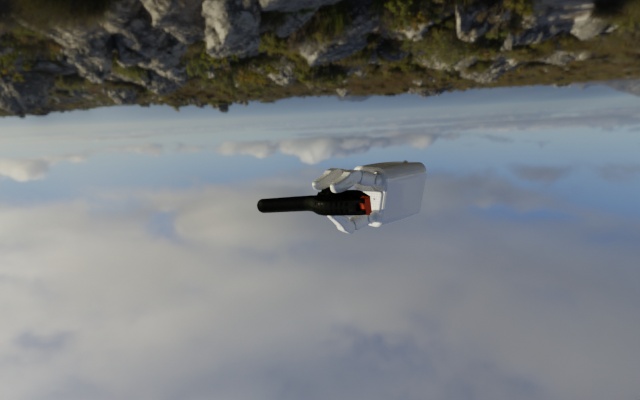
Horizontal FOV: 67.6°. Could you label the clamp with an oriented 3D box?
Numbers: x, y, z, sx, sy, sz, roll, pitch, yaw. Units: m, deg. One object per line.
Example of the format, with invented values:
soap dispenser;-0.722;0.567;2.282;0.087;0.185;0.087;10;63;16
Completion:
clamp;0.001;0.003;0.818;0.164;0.036;0.210;-16;15;-32
